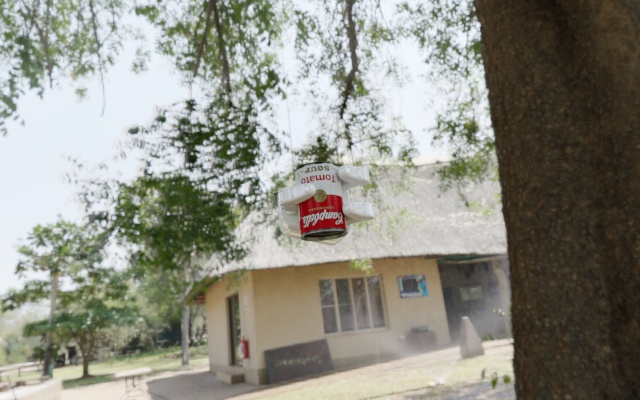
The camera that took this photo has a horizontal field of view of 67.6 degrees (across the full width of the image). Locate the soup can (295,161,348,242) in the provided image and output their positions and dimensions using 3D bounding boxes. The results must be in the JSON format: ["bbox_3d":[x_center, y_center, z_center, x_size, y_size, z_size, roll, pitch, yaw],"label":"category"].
[{"bbox_3d":[0.000,0.002,0.691,0.068,0.102,0.068,-6,-16,-2],"label":"soup can"}]
